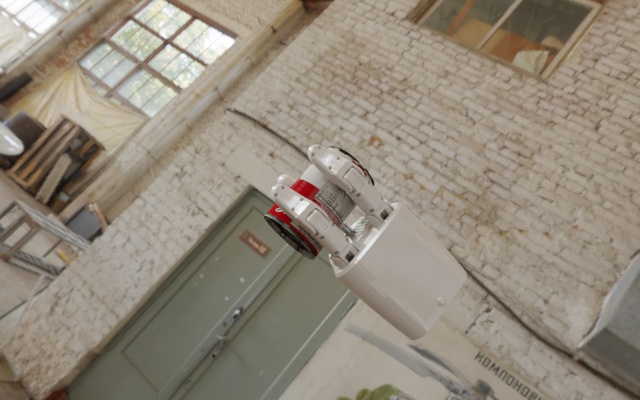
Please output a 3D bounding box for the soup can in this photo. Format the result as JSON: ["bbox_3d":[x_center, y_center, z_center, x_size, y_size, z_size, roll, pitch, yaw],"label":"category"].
[{"bbox_3d":[0.000,0.001,0.499,0.068,0.102,0.068,39,-14,12],"label":"soup can"}]
